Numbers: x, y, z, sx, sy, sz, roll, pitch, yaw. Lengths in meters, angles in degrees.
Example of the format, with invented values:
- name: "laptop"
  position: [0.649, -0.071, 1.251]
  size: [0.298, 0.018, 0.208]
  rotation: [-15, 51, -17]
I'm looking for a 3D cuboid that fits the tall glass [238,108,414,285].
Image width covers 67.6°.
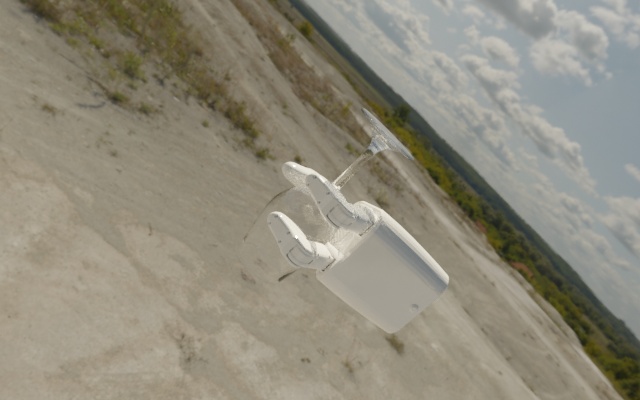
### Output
- name: "tall glass"
  position: [0.000, 0.001, 0.502]
  size: [0.201, 0.079, 0.079]
  rotation: [-45, -14, 15]
